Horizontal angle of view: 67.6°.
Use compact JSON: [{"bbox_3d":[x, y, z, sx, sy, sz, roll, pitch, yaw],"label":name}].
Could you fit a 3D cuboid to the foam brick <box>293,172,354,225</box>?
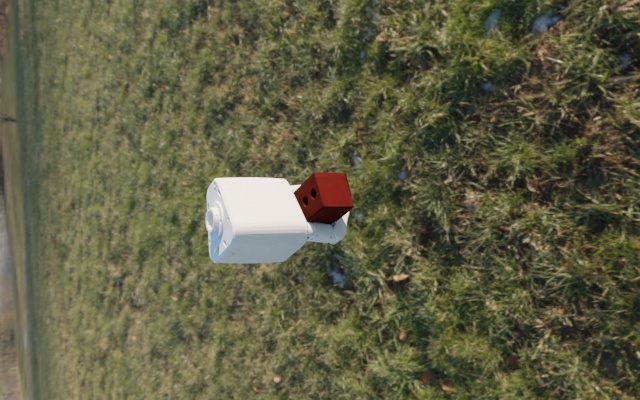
[{"bbox_3d":[0.000,0.002,0.658,0.051,0.053,0.078,2,-28,-33],"label":"foam brick"}]
